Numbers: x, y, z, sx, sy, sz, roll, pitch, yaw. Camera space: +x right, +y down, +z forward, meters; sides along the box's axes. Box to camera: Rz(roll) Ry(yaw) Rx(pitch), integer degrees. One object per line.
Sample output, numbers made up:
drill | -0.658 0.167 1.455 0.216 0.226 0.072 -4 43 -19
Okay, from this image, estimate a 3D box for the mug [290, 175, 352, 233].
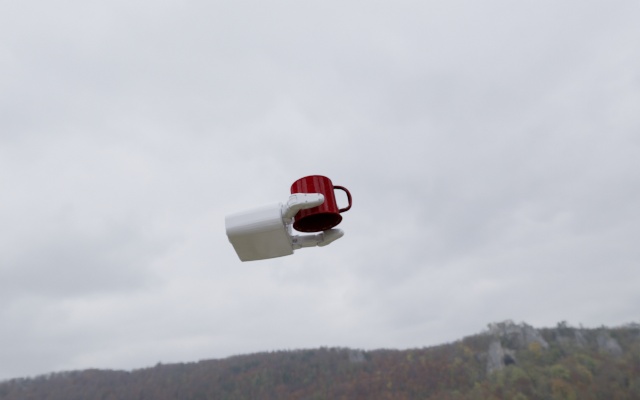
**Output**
mug | 0.002 0.002 0.883 0.117 0.081 0.093 -12 -25 3
